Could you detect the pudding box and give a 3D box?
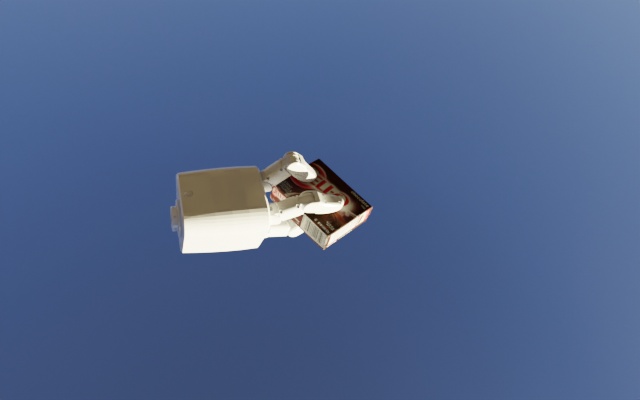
[{"bbox_3d":[0.000,0.002,0.660,0.090,0.113,0.039,-32,-23,-34],"label":"pudding box"}]
